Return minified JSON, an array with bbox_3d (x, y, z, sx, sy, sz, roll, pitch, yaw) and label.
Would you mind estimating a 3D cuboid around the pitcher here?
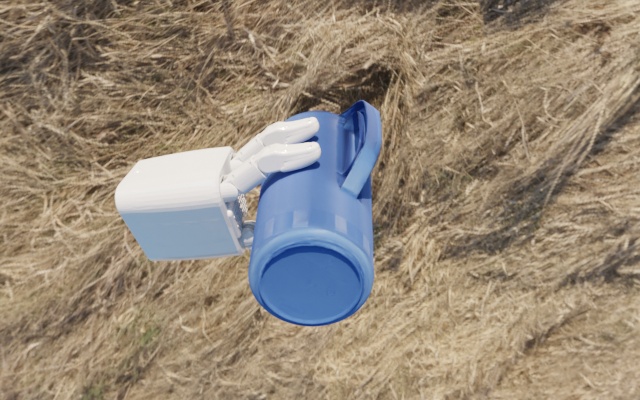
[{"bbox_3d":[0.000,0.002,0.497,0.145,0.149,0.242,-7,31,5],"label":"pitcher"}]
